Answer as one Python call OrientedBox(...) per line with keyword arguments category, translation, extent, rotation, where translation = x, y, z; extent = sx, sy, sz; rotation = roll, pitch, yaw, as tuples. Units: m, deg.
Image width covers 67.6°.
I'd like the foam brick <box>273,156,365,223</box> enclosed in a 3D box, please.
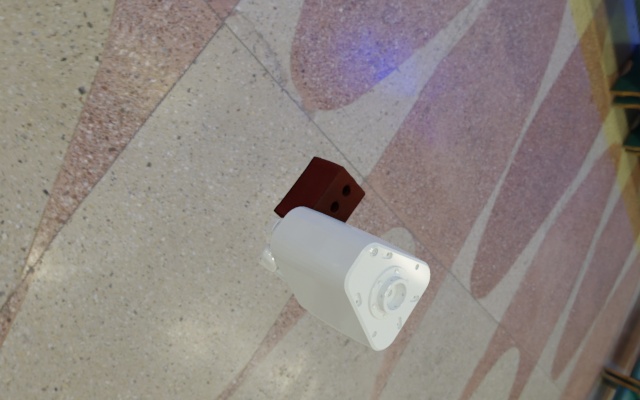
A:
OrientedBox(category="foam brick", translation=(0.000, 0.001, 0.513), extent=(0.051, 0.078, 0.053), rotation=(21, -19, 48))
